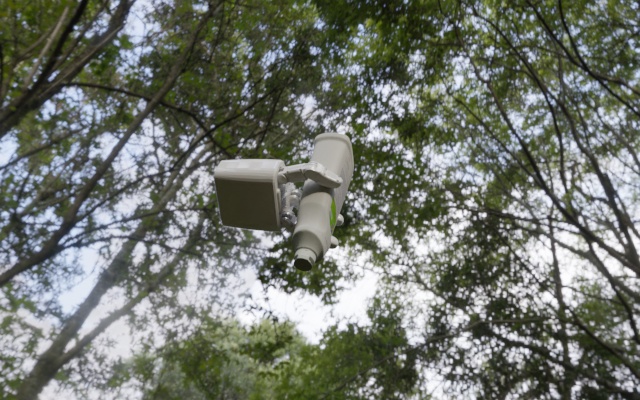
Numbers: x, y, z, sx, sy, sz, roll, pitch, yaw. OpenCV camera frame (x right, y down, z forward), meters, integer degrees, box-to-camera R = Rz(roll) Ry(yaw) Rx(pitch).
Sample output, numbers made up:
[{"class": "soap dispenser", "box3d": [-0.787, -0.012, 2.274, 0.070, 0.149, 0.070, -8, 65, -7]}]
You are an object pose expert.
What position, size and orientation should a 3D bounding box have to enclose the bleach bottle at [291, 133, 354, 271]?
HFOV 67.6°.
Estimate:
[{"class": "bleach bottle", "box3d": [0.000, 0.003, 0.767, 0.068, 0.103, 0.250, 1, 42, 16]}]
